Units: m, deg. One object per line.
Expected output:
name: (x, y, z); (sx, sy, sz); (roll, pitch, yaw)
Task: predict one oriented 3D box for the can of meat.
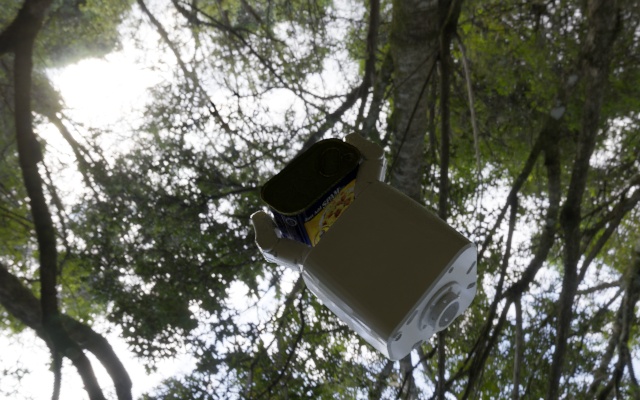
can of meat: (0.000, 0.002, 0.480); (0.102, 0.084, 0.057); (-41, 49, -21)
